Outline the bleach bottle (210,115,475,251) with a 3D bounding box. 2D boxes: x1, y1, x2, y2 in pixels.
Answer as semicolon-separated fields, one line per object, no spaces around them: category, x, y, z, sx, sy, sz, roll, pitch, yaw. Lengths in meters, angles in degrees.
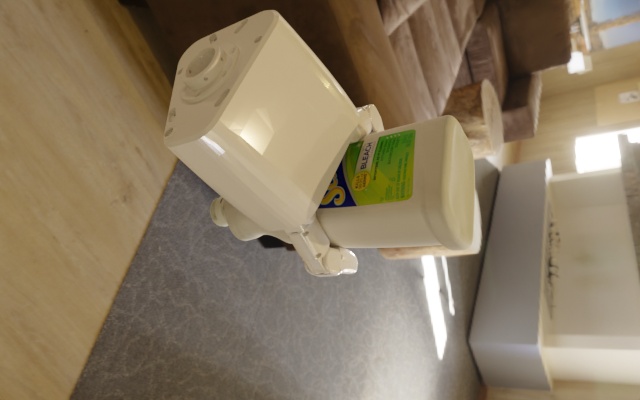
bleach bottle;0.000;0.001;0.416;0.251;0.102;0.068;-10;-36;32
